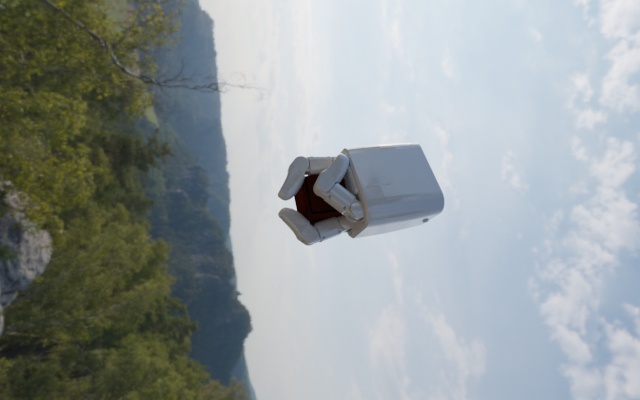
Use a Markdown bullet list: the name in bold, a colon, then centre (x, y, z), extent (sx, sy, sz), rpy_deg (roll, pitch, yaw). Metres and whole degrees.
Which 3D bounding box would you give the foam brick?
- **foam brick**: centre (0.000, 0.002, 0.626), extent (0.051, 0.053, 0.078), rpy_deg (-8, -15, -15)
